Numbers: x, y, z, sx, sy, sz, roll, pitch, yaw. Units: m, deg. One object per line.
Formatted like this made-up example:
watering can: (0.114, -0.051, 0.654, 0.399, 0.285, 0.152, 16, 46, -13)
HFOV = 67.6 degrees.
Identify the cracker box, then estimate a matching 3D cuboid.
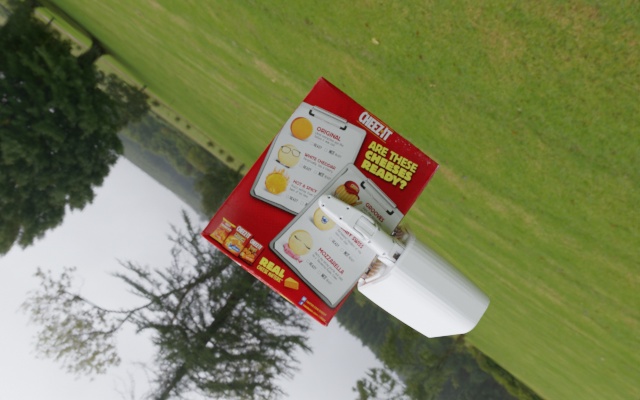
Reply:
cracker box: (0.000, 0.002, 0.531, 0.164, 0.213, 0.072, 37, -8, -3)
